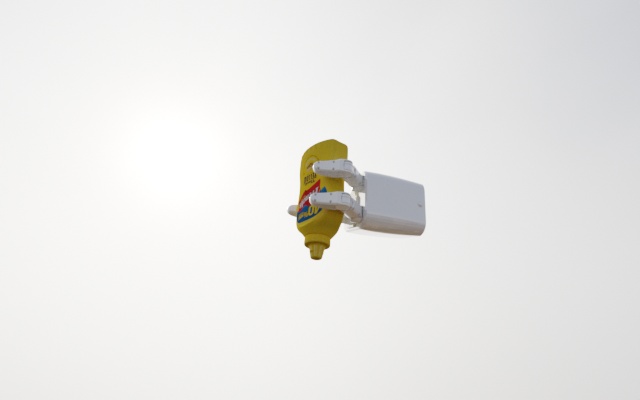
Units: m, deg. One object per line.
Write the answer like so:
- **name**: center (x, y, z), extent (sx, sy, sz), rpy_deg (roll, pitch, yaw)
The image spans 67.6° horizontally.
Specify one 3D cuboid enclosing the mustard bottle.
- **mustard bottle**: center (0.000, 0.002, 0.762), extent (0.058, 0.191, 0.096), rpy_deg (23, -31, -34)
